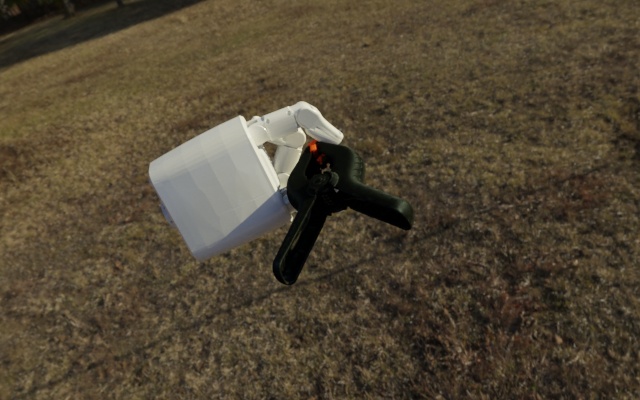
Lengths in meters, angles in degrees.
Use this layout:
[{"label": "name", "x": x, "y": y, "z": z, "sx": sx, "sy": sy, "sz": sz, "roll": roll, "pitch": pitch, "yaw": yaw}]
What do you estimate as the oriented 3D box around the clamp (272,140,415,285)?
[{"label": "clamp", "x": 0.000, "y": 0.001, "z": 0.428, "sx": 0.120, "sy": 0.039, "sz": 0.171, "roll": -26, "pitch": 31, "yaw": -1}]
